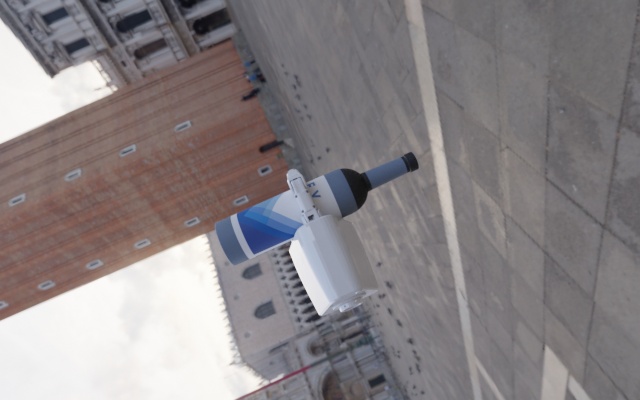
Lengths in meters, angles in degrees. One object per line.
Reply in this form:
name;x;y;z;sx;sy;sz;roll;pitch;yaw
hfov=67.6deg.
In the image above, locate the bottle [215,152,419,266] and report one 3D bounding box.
bottle;0.000;0.002;0.677;0.296;0.069;0.069;-24;1;-2
